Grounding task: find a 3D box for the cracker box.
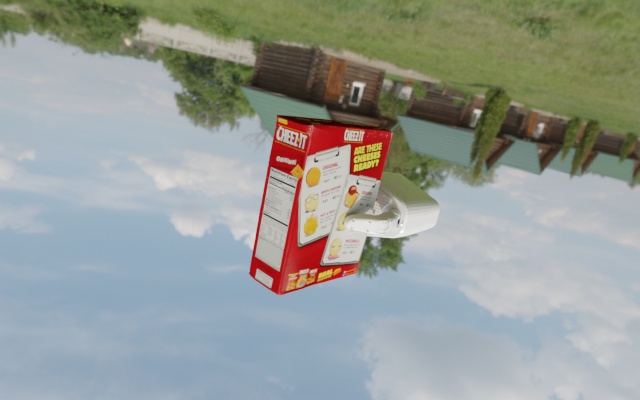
[{"bbox_3d":[0.000,0.002,0.631,0.072,0.214,0.164,23,18,38],"label":"cracker box"}]
